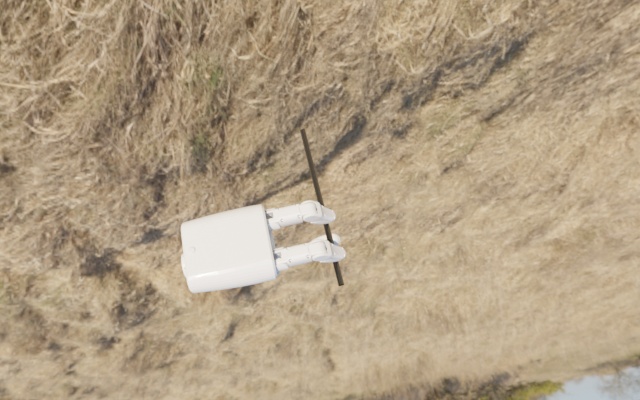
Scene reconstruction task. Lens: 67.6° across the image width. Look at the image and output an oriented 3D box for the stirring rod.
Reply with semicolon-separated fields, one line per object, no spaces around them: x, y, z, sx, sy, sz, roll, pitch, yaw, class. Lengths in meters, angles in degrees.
0.000;0.002;0.662;0.011;0.239;0.011;-12;-24;-5;stirring rod
